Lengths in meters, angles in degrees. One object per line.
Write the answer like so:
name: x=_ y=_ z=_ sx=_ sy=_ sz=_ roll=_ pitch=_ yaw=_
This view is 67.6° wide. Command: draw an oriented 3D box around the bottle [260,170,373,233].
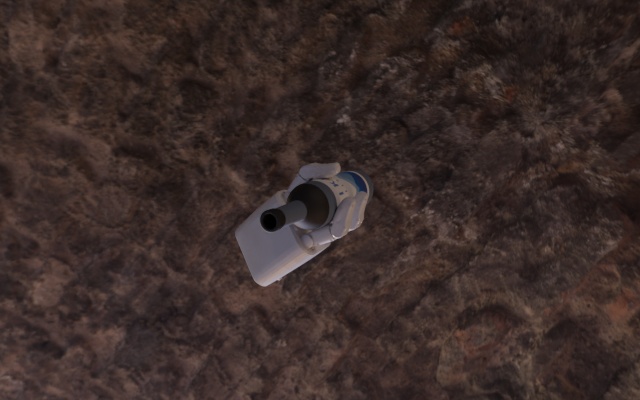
bottle: x=0.000 y=0.002 z=0.694 sx=0.069 sy=0.069 sz=0.295 roll=0 pitch=9 yaw=24
